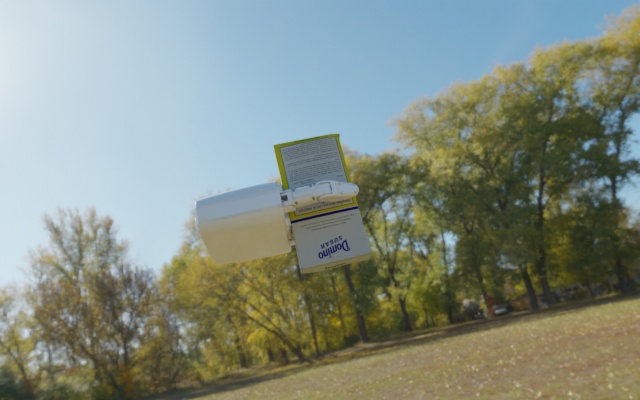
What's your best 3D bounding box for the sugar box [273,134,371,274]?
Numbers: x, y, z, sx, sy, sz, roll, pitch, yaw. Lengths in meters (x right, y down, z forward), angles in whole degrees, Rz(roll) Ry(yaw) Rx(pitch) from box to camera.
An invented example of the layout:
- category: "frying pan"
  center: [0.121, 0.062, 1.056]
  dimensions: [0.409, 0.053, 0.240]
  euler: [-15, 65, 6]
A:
- category: "sugar box"
  center: [0.000, 0.002, 0.638]
  dimensions: [0.093, 0.176, 0.048]
  euler: [-12, -16, -4]
